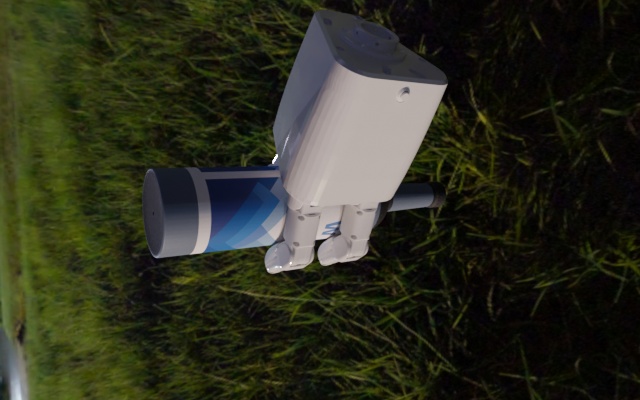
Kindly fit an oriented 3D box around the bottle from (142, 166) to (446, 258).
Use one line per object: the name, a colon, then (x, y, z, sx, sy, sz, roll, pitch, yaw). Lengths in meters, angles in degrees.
bottle: (0.000, 0.001, 0.431, 0.296, 0.069, 0.069, -4, 2, -32)
